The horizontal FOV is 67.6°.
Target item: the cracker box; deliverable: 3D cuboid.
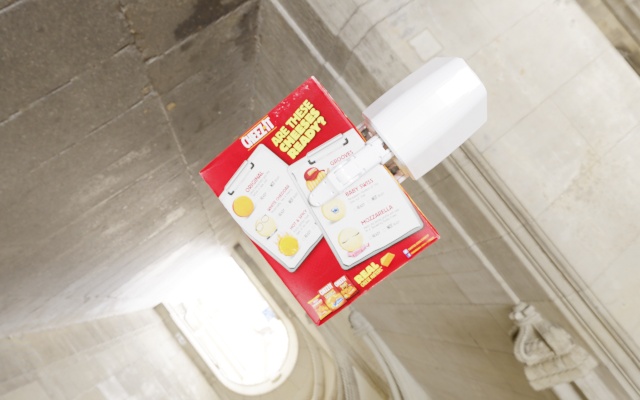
[{"bbox_3d":[0.000,0.002,0.530,0.164,0.213,0.072,-38,-3,9],"label":"cracker box"}]
